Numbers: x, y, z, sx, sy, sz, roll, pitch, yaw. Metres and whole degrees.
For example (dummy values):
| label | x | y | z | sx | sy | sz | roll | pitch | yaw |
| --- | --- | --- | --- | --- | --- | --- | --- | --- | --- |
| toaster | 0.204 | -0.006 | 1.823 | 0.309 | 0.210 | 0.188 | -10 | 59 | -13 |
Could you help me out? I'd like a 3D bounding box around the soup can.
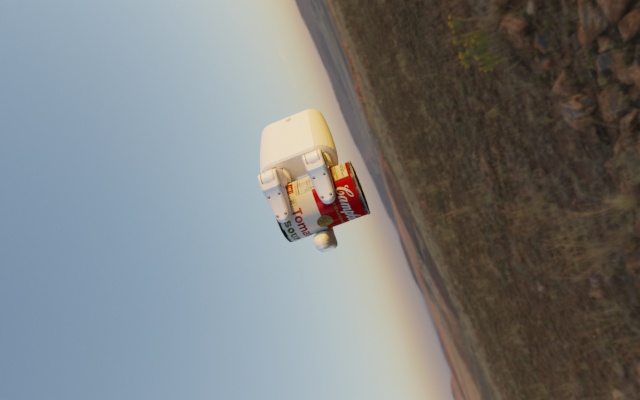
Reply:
| label | x | y | z | sx | sy | sz | roll | pitch | yaw |
| --- | --- | --- | --- | --- | --- | --- | --- | --- | --- |
| soup can | 0.000 | 0.002 | 0.568 | 0.102 | 0.068 | 0.068 | -21 | -3 | 7 |
